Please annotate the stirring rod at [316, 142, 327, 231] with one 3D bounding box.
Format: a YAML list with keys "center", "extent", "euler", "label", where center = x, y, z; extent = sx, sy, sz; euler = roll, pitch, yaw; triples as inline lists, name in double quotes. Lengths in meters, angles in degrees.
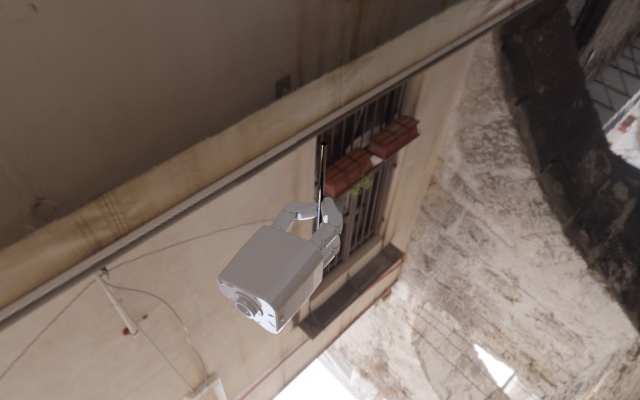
- center: [0.000, 0.002, 0.711]
  extent: [0.011, 0.011, 0.240]
  euler: [0, -39, -3]
  label: "stirring rod"
